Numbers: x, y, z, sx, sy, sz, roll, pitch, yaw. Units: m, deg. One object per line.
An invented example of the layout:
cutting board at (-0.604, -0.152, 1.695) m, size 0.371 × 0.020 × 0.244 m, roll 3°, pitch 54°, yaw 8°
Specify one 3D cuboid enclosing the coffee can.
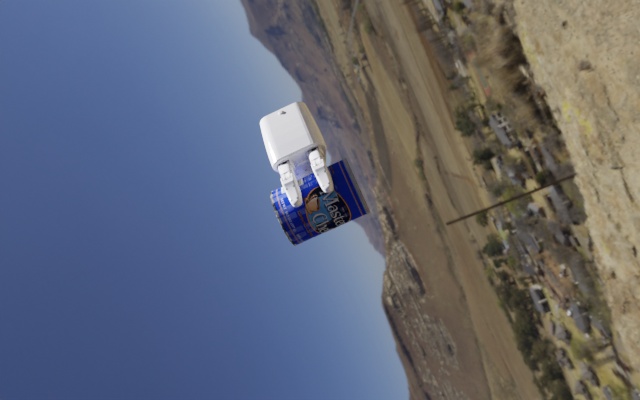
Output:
coffee can at (0.000, 0.003, 0.810) m, size 0.140 × 0.103 × 0.103 m, roll -24°, pitch -2°, yaw 5°
